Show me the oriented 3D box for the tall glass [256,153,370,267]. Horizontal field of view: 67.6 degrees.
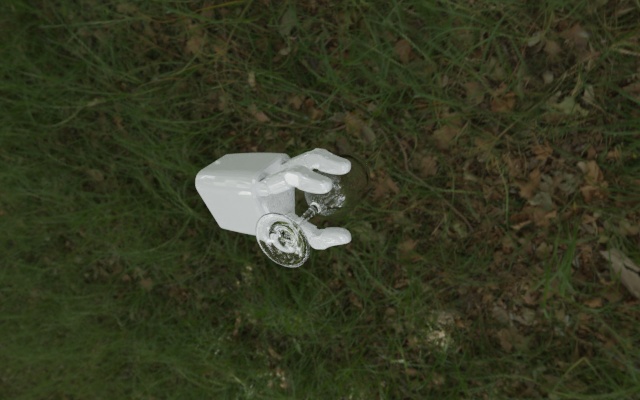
[{"bbox_3d":[0.000,0.002,0.635,0.079,0.079,0.201,0,27,32],"label":"tall glass"}]
